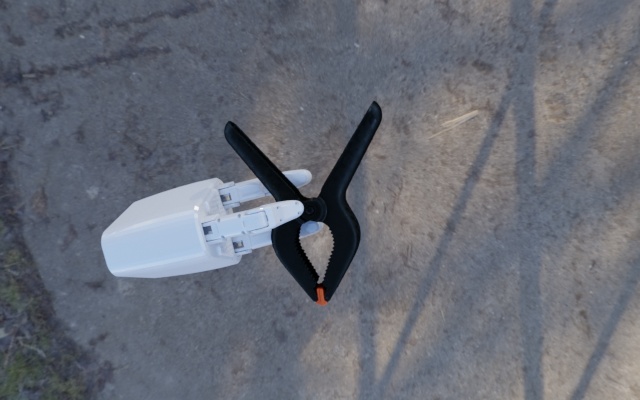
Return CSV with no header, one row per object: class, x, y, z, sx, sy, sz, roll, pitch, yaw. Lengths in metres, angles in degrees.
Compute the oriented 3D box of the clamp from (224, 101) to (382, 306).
clamp,0.000,0.002,0.496,0.164,0.210,0.036,-13,4,11
